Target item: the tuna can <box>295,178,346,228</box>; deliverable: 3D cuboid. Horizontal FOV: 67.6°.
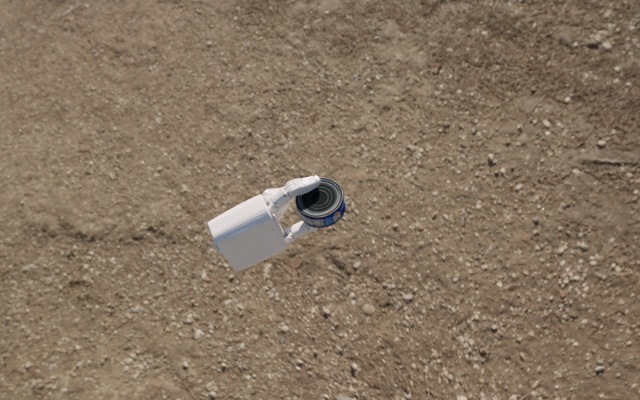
[{"bbox_3d":[0.000,0.002,0.825,0.086,0.086,0.034,0,-33,11],"label":"tuna can"}]
